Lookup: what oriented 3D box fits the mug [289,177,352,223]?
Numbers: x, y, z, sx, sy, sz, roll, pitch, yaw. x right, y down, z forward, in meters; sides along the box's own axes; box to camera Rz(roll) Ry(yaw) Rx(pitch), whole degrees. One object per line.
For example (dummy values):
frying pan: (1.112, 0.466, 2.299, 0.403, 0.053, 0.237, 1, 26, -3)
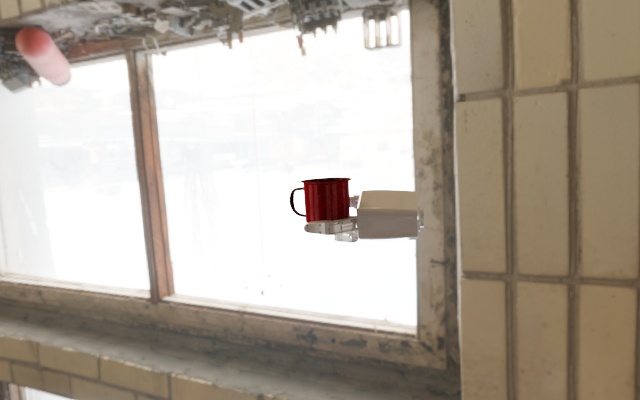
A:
mug: (-0.001, 0.003, 0.862, 0.117, 0.081, 0.093, -2, 7, 11)
